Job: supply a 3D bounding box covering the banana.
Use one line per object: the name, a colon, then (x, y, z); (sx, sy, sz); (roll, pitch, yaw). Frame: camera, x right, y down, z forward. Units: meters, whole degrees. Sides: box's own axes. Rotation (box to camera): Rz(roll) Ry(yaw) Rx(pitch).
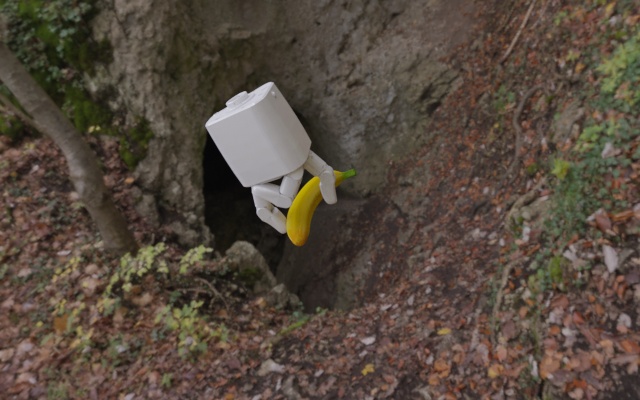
banana: (-0.013, 0.003, 0.763); (0.069, 0.037, 0.197); (-10, 31, 39)
